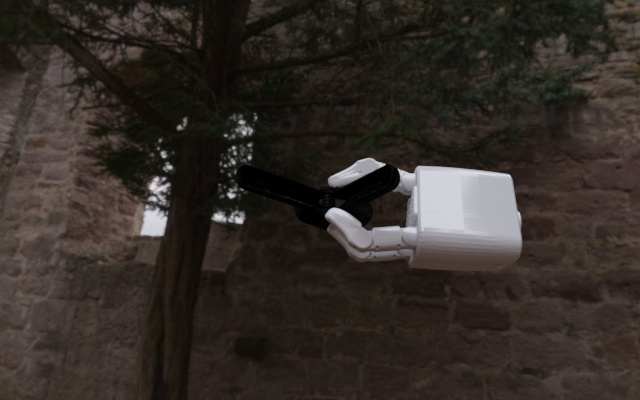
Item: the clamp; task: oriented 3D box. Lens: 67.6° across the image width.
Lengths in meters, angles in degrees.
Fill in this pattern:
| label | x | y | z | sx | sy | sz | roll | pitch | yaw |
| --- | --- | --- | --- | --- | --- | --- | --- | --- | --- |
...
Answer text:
| label | x | y | z | sx | sy | sz | roll | pitch | yaw |
| --- | --- | --- | --- | --- | --- | --- | --- | --- | --- |
| clamp | 0.000 | 0.001 | 0.552 | 0.164 | 0.036 | 0.210 | 4 | -17 | 5 |
